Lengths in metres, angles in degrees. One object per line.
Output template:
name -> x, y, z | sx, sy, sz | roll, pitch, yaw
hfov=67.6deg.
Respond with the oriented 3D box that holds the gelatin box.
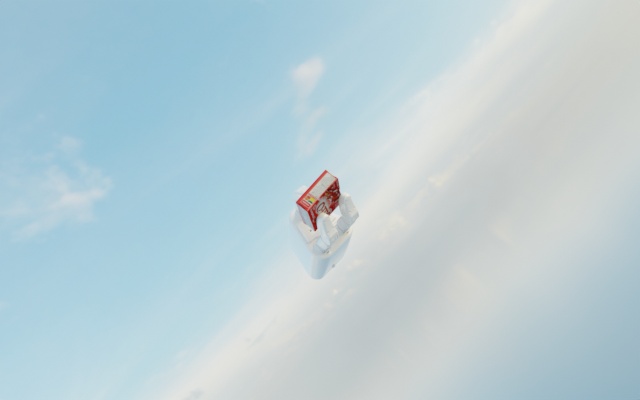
gelatin box -> 0.000, 0.002, 0.773 | 0.030, 0.073, 0.089 | 37, -16, 22
